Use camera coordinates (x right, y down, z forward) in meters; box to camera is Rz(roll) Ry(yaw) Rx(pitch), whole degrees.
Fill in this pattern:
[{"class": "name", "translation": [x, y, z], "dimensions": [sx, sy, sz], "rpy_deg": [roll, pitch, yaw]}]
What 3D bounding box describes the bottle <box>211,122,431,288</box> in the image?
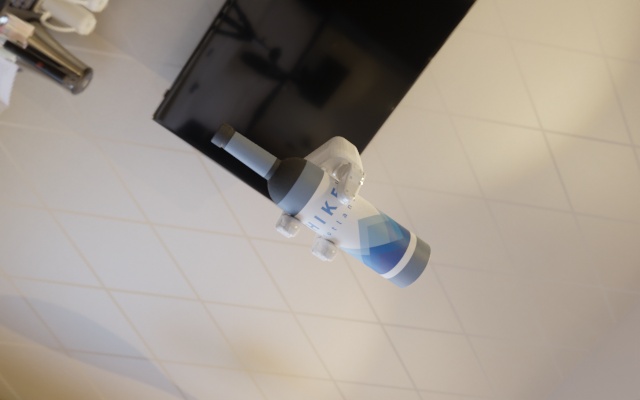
[{"class": "bottle", "translation": [0.000, 0.002, 0.580], "dimensions": [0.296, 0.069, 0.069], "rpy_deg": [34, -8, -12]}]
